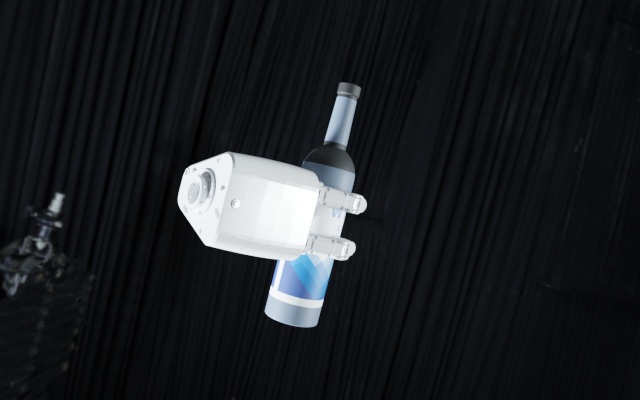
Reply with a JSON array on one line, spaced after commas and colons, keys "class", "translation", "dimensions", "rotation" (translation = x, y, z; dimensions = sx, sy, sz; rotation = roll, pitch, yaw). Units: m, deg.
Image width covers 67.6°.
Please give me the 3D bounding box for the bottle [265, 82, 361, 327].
[{"class": "bottle", "translation": [0.000, 0.002, 0.587], "dimensions": [0.069, 0.295, 0.069], "rotation": [14, 1, 0]}]
